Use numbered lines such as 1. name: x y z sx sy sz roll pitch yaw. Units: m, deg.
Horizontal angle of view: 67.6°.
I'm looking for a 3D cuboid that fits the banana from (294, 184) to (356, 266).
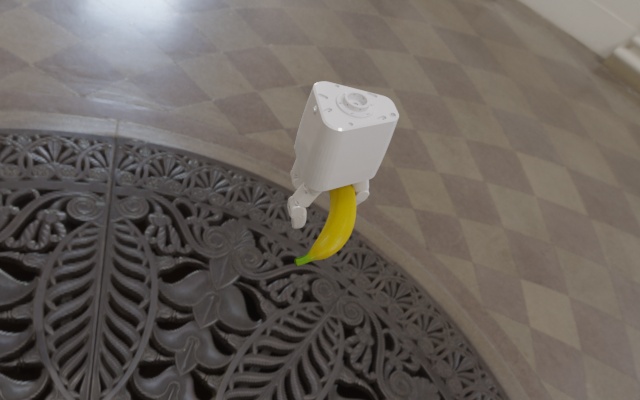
1. banana: 0.018 0.009 0.679 0.069 0.197 0.037 12 -39 4
